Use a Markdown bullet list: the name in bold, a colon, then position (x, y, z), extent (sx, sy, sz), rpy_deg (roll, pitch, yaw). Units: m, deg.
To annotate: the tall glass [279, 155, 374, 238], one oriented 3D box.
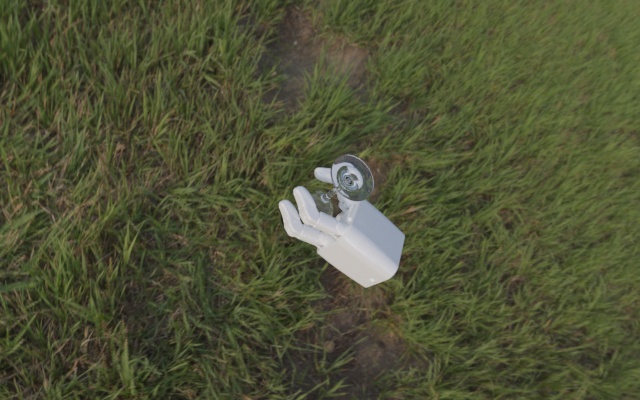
- **tall glass**: position (0.000, 0.002, 0.776), extent (0.079, 0.079, 0.201), rpy_deg (0, -21, -31)
